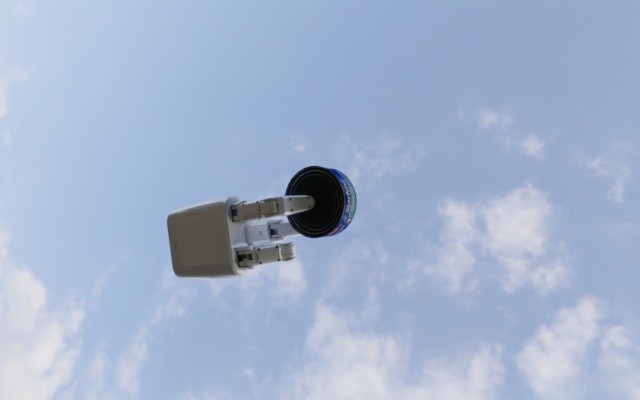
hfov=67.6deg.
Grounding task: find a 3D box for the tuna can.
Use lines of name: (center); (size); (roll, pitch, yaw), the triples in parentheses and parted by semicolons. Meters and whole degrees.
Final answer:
tuna can: (0.000, 0.002, 0.575); (0.086, 0.086, 0.034); (0, 0, 33)
